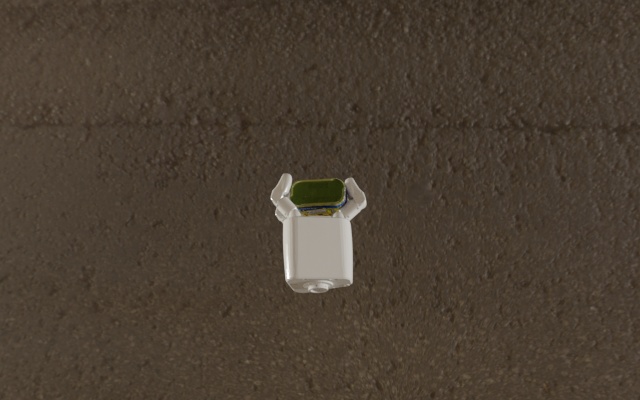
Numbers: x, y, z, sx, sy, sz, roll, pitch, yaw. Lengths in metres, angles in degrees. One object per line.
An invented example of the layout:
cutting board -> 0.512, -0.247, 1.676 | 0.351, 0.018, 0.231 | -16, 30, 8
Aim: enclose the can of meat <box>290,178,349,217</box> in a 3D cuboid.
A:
can of meat -> 0.000, 0.003, 0.855 | 0.102, 0.057, 0.084 | -3, -26, 8
